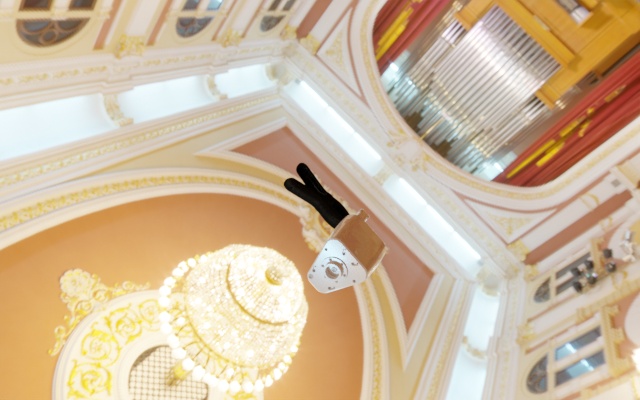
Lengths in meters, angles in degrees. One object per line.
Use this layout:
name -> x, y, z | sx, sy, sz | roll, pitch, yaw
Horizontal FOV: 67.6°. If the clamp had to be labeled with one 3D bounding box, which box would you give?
clamp -> 0.000, 0.003, 0.894 | 0.039, 0.171, 0.120 | -46, -2, 27
